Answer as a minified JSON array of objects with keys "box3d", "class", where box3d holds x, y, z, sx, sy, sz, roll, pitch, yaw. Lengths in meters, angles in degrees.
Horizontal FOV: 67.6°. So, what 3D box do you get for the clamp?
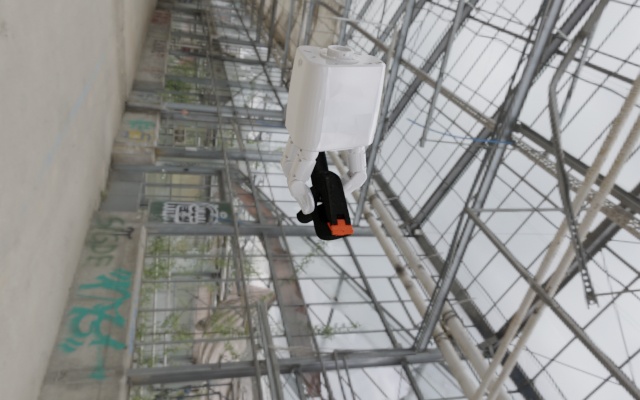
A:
[{"box3d":[0.001,0.002,0.670,0.036,0.165,0.209,-2,31,-15],"class":"clamp"}]
